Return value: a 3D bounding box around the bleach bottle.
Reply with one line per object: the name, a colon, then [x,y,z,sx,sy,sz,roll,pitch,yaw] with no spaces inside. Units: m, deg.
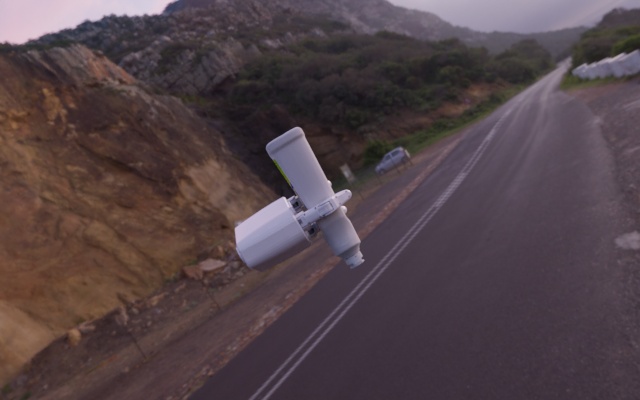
bleach bottle: [0.000,0.003,0.808,0.068,0.251,0.102,-31,3,-2]
